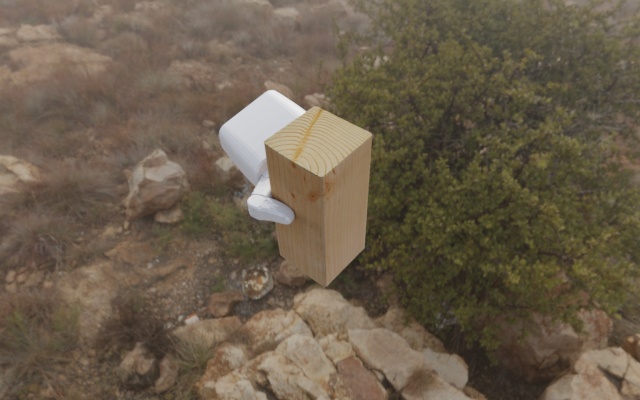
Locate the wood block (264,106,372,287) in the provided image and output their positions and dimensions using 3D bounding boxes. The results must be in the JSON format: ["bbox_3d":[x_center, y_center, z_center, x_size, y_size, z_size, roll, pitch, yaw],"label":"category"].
[{"bbox_3d":[0.000,0.002,0.602,0.090,0.206,0.090,32,56,28],"label":"wood block"}]
